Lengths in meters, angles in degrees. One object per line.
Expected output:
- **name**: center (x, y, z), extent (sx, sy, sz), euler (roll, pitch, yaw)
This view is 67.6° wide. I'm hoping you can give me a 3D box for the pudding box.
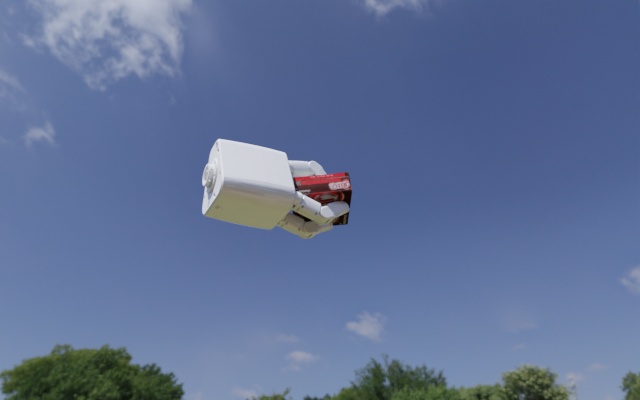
- **pudding box**: center (0.000, 0.002, 0.746), extent (0.090, 0.039, 0.114), euler (-5, -28, -3)
